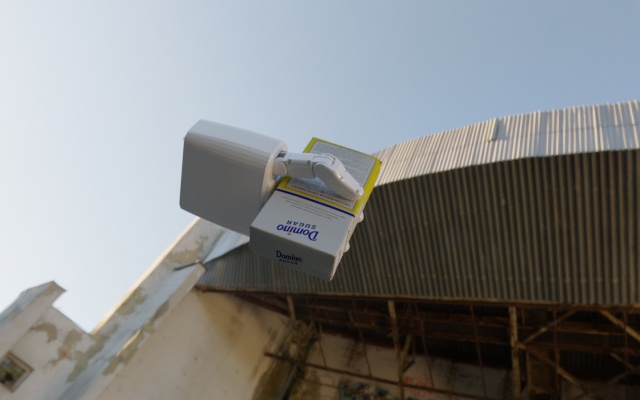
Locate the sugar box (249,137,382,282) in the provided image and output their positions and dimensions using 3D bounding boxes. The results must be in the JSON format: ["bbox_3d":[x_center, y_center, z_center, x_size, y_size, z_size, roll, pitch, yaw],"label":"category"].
[{"bbox_3d":[0.000,0.002,0.532,0.093,0.048,0.176,19,45,11],"label":"sugar box"}]
